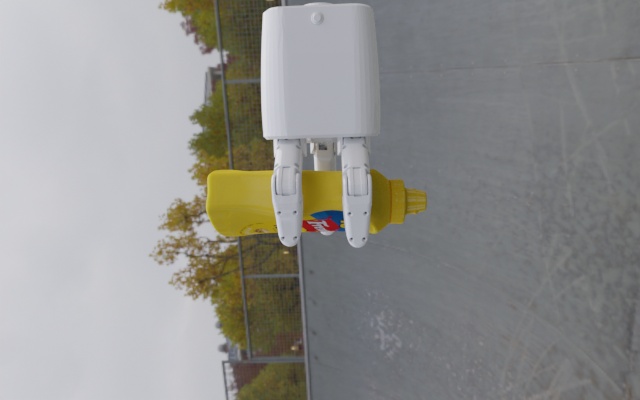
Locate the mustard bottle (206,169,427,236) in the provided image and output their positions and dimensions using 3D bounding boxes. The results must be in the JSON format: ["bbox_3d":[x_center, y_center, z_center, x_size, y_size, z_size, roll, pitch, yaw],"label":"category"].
[{"bbox_3d":[0.000,0.002,0.439,0.191,0.058,0.096,-1,-16,2],"label":"mustard bottle"}]
